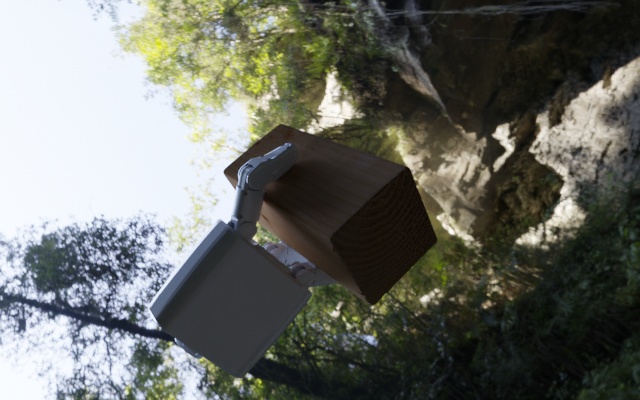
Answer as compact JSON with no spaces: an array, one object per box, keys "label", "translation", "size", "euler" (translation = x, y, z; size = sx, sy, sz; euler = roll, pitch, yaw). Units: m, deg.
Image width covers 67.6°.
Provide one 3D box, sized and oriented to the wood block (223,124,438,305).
[{"label":"wood block","translation":[0.000,0.002,0.470],"size":[0.090,0.091,0.206],"euler":[-41,36,-16]}]
